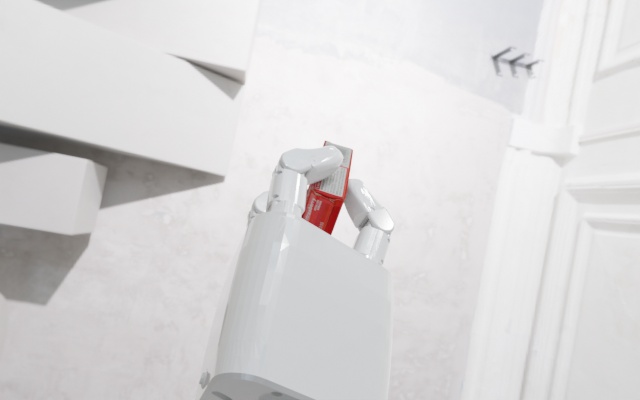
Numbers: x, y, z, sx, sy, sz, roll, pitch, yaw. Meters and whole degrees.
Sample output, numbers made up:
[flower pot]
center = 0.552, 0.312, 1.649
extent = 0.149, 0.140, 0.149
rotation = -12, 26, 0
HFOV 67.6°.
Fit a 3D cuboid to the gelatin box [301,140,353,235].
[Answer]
[gelatin box]
center = 0.001, 0.001, 0.408
extent = 0.030, 0.073, 0.089
rotation = 18, 34, -3
